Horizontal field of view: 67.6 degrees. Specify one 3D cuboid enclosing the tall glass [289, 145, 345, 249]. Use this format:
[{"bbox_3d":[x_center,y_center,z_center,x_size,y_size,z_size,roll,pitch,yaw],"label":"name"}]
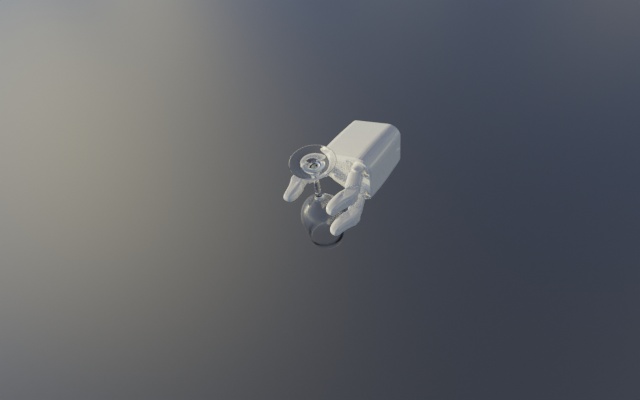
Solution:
[{"bbox_3d":[0.000,0.002,0.807,0.079,0.079,0.201,0,-39,9],"label":"tall glass"}]
